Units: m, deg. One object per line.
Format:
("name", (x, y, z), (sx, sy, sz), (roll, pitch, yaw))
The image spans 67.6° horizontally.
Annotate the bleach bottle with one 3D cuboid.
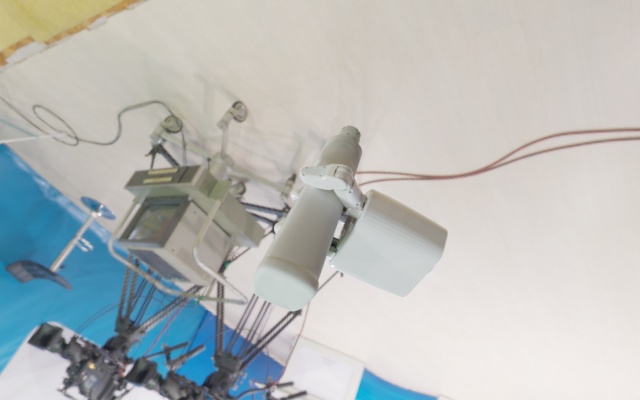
("bleach bottle", (0.000, 0.002, 0.576), (0.068, 0.250, 0.103), (26, -31, -3))
